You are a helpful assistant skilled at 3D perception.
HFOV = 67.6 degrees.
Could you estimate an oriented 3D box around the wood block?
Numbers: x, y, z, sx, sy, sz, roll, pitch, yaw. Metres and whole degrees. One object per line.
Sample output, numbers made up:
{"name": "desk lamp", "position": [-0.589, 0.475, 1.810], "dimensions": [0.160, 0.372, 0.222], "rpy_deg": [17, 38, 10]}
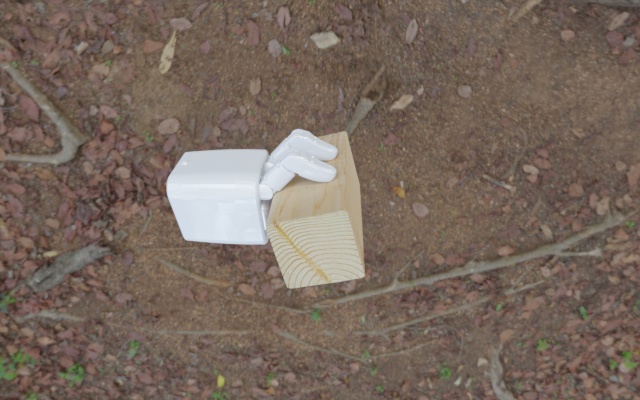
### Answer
{"name": "wood block", "position": [0.000, 0.002, 0.591], "dimensions": [0.090, 0.091, 0.206], "rpy_deg": [-11, 30, 9]}
